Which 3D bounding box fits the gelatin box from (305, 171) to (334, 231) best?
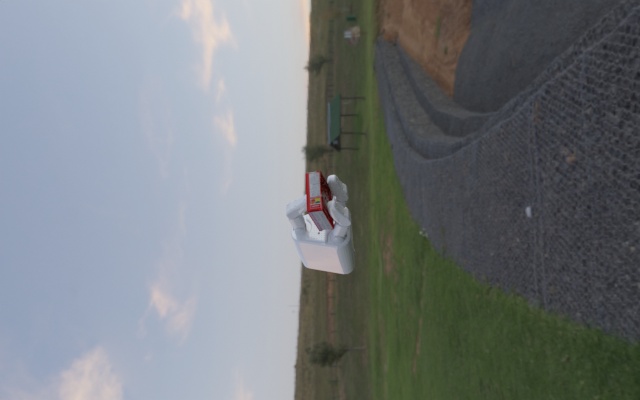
[{"bbox_3d":[0.000,0.003,0.815,0.030,0.073,0.089,-9,-27,12],"label":"gelatin box"}]
